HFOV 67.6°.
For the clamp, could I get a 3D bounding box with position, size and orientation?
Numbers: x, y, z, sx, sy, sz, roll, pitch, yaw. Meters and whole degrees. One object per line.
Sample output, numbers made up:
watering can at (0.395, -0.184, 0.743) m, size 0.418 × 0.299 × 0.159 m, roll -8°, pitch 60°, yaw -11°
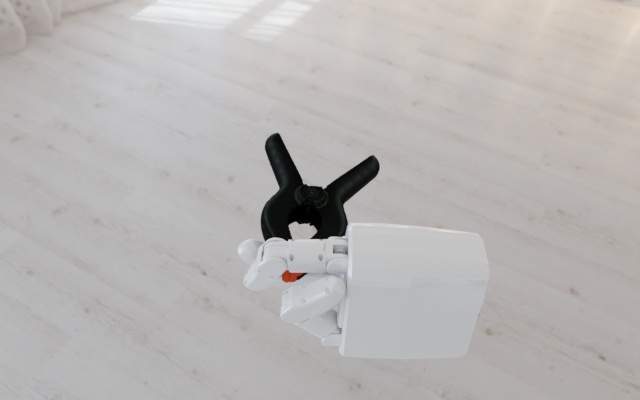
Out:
clamp at (0.000, 0.001, 0.451) m, size 0.120 × 0.171 × 0.039 m, roll 3°, pitch -41°, yaw -1°
